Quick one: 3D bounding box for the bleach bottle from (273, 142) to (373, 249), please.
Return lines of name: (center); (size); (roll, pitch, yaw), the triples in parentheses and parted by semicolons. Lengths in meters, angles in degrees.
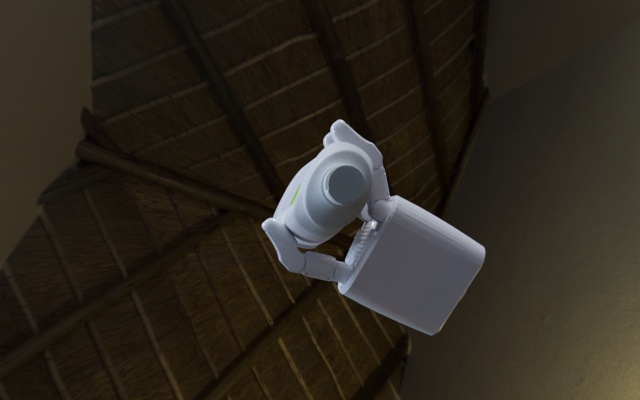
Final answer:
bleach bottle: (0.000, 0.001, 0.468); (0.068, 0.102, 0.251); (27, -5, -5)
